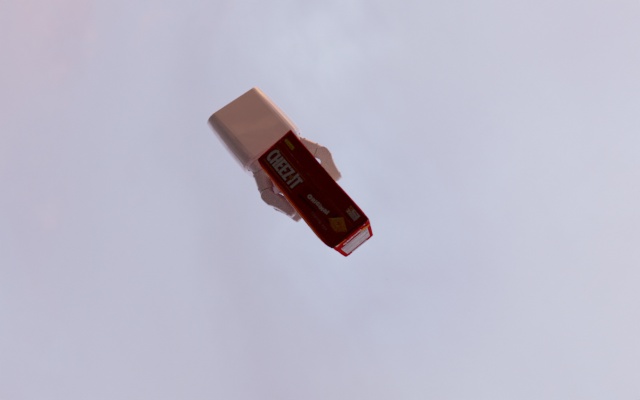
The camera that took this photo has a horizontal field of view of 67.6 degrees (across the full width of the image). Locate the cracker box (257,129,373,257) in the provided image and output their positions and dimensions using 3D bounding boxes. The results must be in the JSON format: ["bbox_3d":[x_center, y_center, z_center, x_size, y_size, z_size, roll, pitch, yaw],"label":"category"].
[{"bbox_3d":[0.000,0.002,0.728,0.072,0.164,0.214,-41,-12,0],"label":"cracker box"}]
